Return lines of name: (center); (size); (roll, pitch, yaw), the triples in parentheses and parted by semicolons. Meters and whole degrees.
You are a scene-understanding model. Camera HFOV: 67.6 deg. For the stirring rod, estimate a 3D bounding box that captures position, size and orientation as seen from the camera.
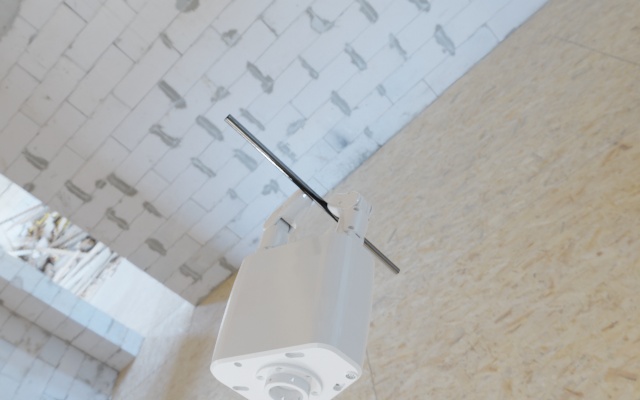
stirring rod: (0.000, 0.002, 0.466); (0.239, 0.011, 0.011); (42, -19, -23)
